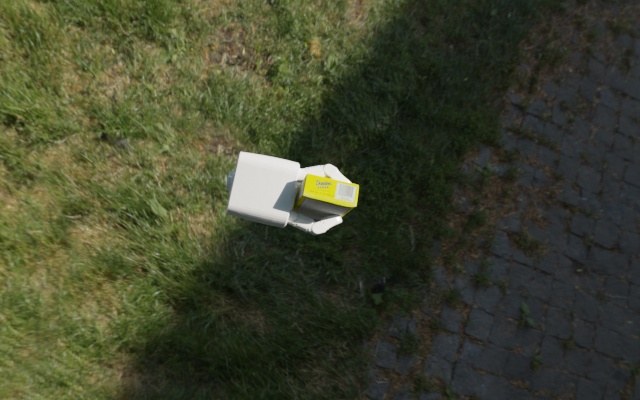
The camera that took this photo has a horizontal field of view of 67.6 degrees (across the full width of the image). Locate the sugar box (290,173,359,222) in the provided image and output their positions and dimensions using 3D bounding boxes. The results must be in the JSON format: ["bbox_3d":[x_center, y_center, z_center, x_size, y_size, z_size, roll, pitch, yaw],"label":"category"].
[{"bbox_3d":[0.000,0.002,0.865,0.093,0.048,0.176,13,-13,-10],"label":"sugar box"}]
